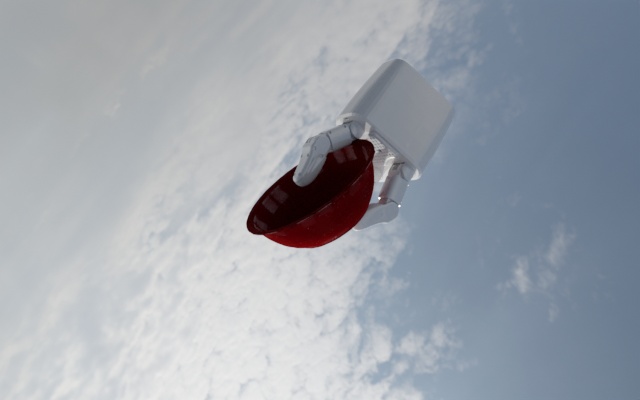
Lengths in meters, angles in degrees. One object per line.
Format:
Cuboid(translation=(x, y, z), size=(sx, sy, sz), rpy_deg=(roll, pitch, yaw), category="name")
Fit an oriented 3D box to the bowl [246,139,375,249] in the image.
Cuboid(translation=(-0.001, 0.003, 0.521), size=(0.162, 0.055, 0.162), rpy_deg=(-29, 22, 13), category="bowl")
